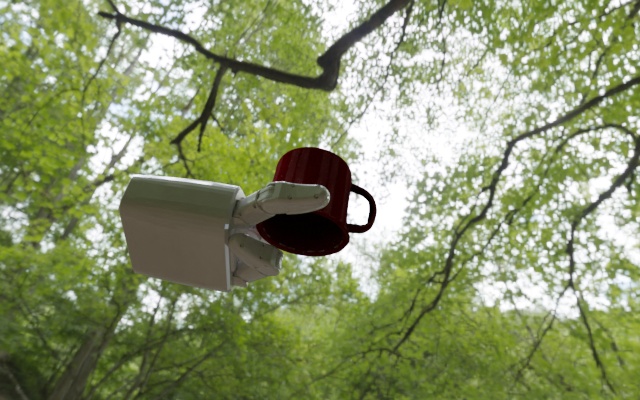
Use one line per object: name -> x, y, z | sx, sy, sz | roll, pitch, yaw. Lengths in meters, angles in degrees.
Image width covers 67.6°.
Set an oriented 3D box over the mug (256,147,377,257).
mug -> 0.002, 0.002, 0.487 | 0.117, 0.081, 0.093 | 8, -34, 3
